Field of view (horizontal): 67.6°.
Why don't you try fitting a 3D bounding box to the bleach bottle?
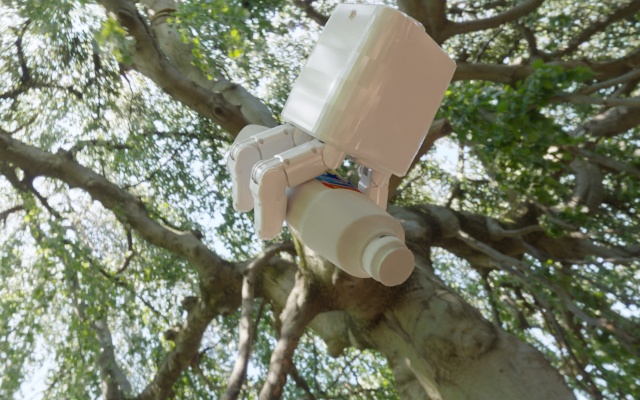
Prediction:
[{"bbox_3d":[0.000,0.001,0.415,0.102,0.068,0.250,22,9,-34],"label":"bleach bottle"}]
